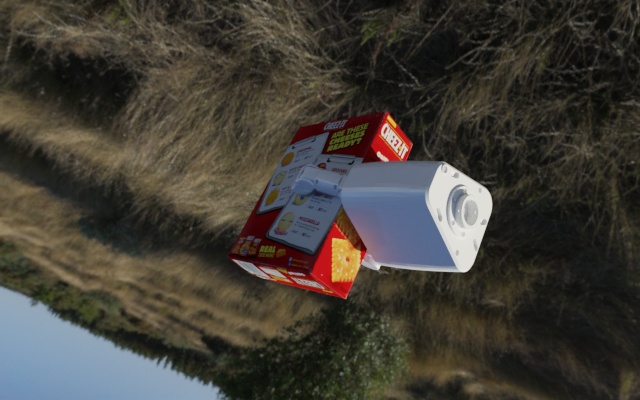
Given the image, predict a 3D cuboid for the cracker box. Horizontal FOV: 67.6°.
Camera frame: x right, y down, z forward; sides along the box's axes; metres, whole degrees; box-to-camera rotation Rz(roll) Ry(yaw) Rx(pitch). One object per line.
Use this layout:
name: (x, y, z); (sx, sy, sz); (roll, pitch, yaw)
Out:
cracker box: (0.000, 0.002, 0.591); (0.164, 0.213, 0.072); (1, -34, 48)
